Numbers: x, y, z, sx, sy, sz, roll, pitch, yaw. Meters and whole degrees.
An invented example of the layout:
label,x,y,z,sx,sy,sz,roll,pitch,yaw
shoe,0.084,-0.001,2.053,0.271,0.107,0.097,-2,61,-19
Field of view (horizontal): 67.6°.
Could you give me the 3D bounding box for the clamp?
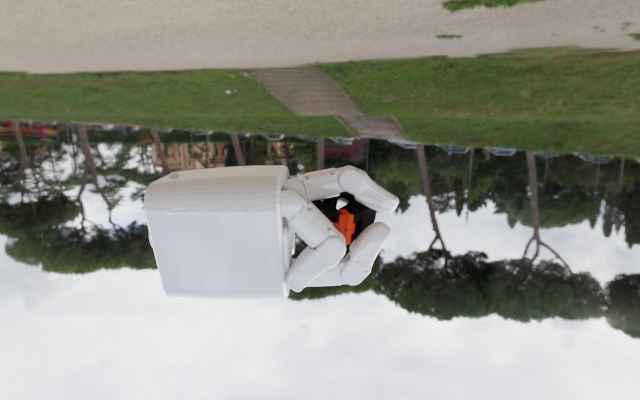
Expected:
label,x,y,z,sx,sy,sz,roll,pitch,yaw
clamp,0.000,0.002,0.481,0.120,0.039,0.171,-1,12,2
